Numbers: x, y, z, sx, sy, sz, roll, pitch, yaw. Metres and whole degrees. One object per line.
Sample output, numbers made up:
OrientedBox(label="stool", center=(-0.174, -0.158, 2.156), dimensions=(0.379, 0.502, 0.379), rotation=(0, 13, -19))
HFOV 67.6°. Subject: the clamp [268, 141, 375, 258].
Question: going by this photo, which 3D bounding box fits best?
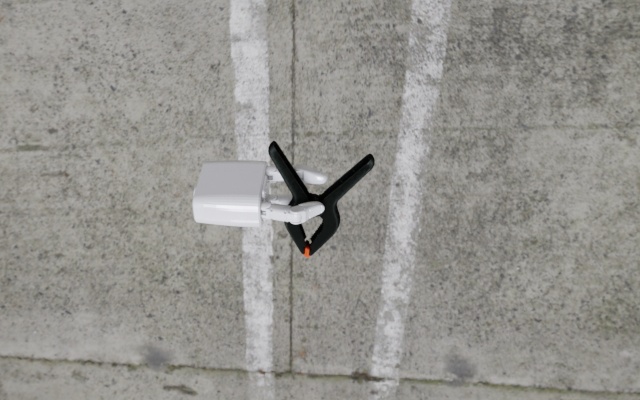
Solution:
OrientedBox(label="clamp", center=(0.000, 0.003, 0.778), dimensions=(0.164, 0.210, 0.036), rotation=(2, 31, 1))
